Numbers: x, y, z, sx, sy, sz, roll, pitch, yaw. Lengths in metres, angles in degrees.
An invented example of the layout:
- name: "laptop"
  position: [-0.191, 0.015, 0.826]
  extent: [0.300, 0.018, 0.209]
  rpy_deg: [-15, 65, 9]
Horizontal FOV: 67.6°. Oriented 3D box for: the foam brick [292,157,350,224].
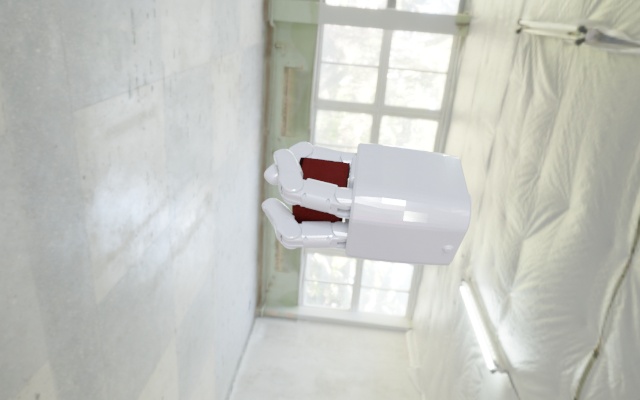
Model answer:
- name: "foam brick"
  position: [0.000, 0.002, 0.497]
  extent: [0.051, 0.053, 0.078]
  rpy_deg: [8, -37, 4]
